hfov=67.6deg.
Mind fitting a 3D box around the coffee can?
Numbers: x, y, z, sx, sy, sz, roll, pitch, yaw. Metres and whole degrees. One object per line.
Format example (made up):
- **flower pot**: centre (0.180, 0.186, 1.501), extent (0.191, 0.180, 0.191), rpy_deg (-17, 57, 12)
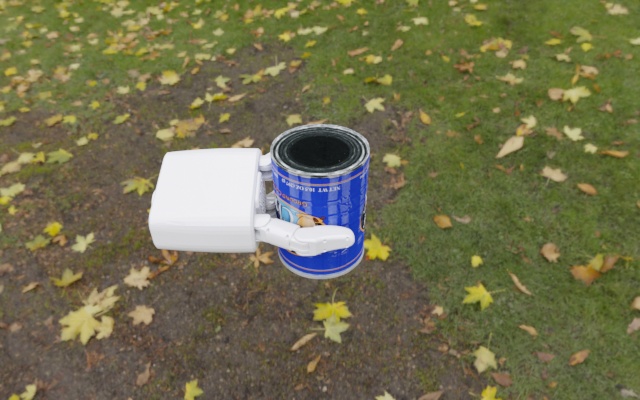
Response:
- **coffee can**: centre (0.000, 0.002, 0.528), extent (0.103, 0.140, 0.102), rpy_deg (0, 37, 0)
